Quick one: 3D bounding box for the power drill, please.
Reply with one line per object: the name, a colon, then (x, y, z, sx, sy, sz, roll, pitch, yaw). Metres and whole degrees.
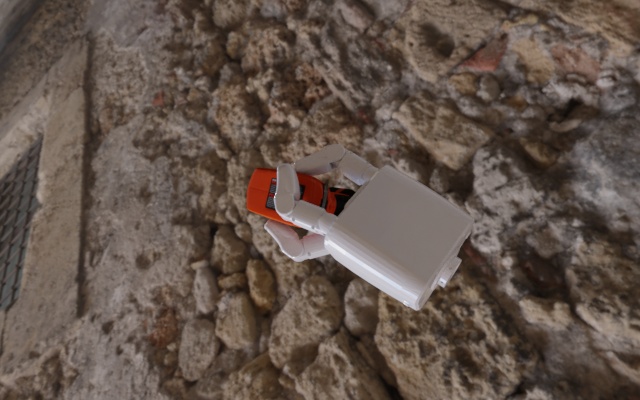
power drill: (0.000, 0.002, 0.601, 0.184, 0.057, 0.188, 11, 1, 39)
